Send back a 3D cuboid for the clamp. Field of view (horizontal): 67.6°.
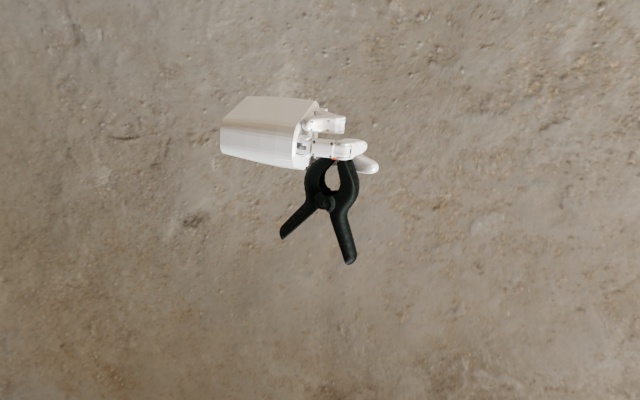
[{"bbox_3d":[0.000,0.002,0.672,0.120,0.171,0.039,9,18,13],"label":"clamp"}]
